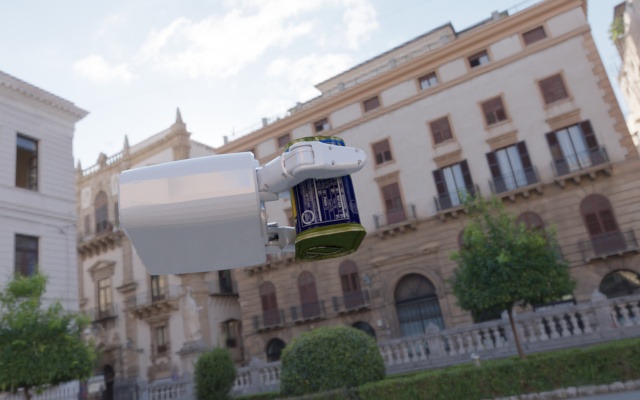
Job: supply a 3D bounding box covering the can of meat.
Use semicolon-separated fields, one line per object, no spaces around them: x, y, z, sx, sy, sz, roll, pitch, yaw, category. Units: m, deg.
0.000;0.001;0.416;0.057;0.084;0.102;-8;-17;-5;can of meat
